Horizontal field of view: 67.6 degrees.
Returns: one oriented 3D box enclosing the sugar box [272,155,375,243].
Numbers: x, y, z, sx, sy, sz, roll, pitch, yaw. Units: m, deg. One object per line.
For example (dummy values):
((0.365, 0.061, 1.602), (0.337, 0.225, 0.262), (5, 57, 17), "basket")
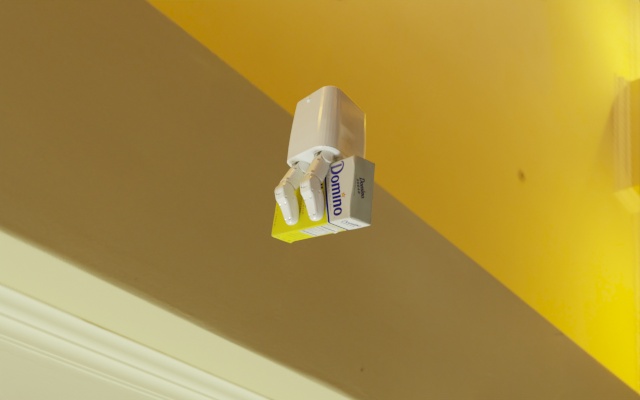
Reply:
((0.000, 0.002, 0.695), (0.048, 0.093, 0.176), (20, -25, -34), "sugar box")
